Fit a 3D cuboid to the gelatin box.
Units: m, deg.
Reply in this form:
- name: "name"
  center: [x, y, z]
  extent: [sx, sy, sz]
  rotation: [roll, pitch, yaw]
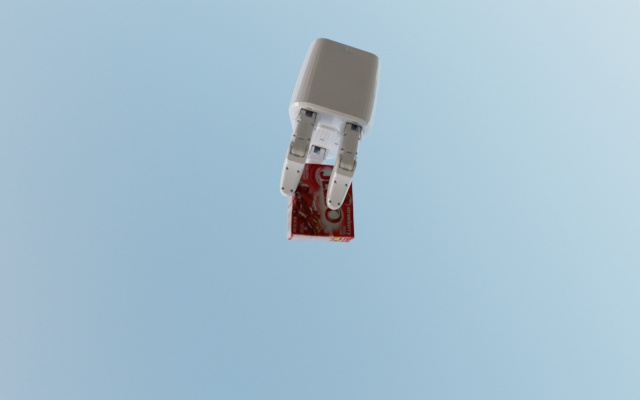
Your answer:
- name: "gelatin box"
  center: [0.000, 0.002, 0.550]
  extent: [0.073, 0.089, 0.030]
  rotation: [4, -19, -12]
